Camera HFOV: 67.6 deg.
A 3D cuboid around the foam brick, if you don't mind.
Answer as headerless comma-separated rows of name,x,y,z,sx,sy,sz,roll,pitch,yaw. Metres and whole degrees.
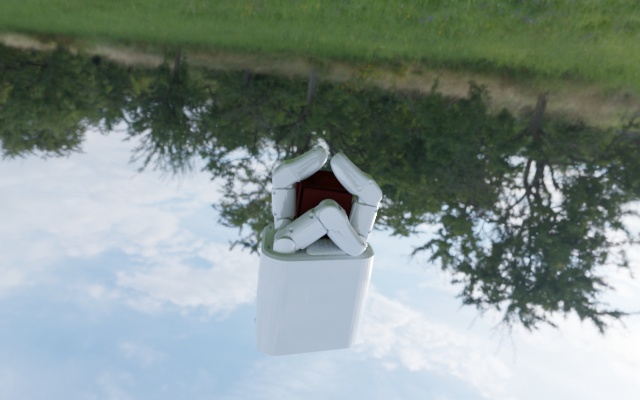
foam brick,0.000,0.001,0.495,0.053,0.051,0.078,6,16,-6
